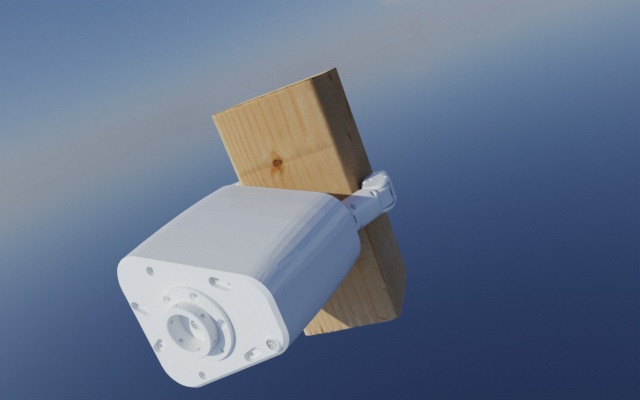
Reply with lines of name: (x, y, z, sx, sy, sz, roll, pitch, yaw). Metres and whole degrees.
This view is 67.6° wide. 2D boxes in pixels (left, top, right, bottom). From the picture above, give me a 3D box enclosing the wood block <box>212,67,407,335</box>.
wood block: (0.000, 0.001, 0.420, 0.091, 0.206, 0.090, -16, 16, 19)
